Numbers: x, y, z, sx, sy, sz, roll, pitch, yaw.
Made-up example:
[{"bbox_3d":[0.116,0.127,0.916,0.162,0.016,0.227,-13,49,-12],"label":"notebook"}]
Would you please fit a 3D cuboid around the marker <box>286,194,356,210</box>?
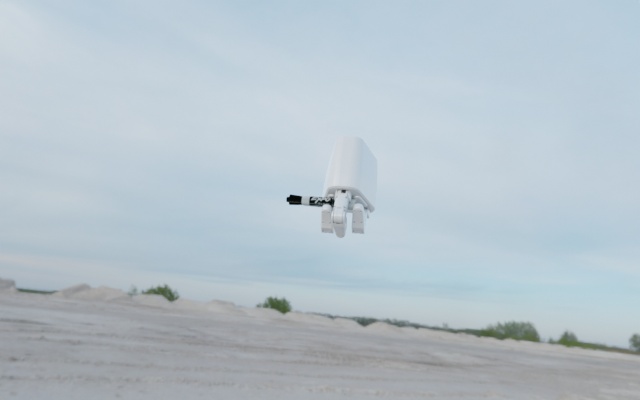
[{"bbox_3d":[0.000,0.003,0.828,0.121,0.020,0.020,4,1,10],"label":"marker"}]
